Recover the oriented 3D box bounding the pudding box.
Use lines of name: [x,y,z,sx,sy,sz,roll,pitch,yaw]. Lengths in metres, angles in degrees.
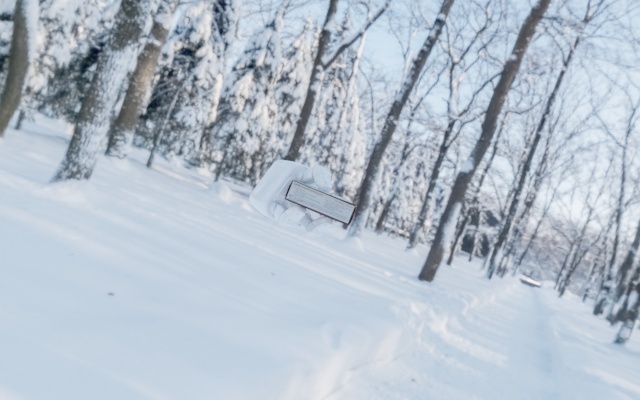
pudding box: [0.000,0.002,0.784,0.113,0.039,0.090,20,2,0]
